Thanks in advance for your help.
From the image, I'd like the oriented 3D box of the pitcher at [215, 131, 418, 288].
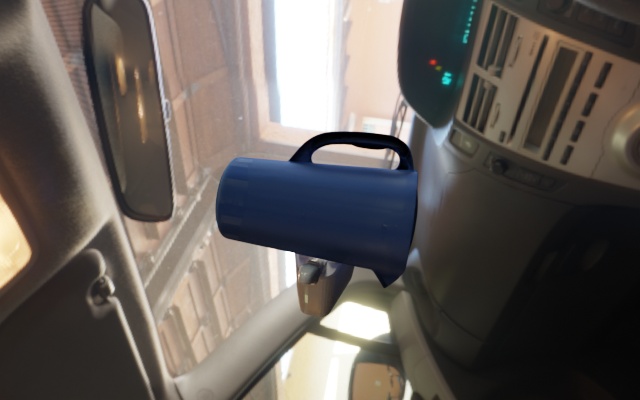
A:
[{"bbox_3d":[0.000,0.002,0.605,0.243,0.149,0.145,9,-43,7],"label":"pitcher"}]
